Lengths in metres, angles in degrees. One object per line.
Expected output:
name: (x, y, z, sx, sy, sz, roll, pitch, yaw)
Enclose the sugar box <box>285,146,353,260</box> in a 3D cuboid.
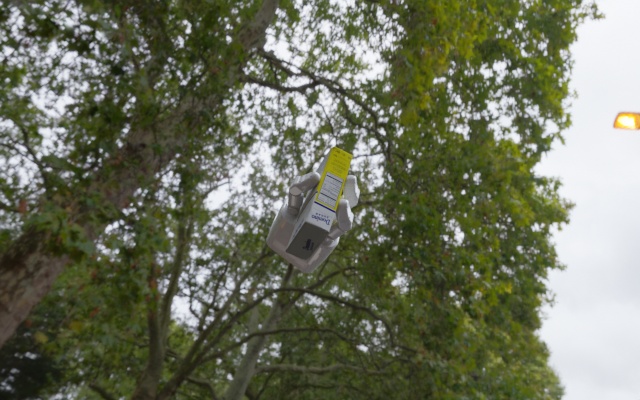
sugar box: (0.001, 0.003, 0.774, 0.048, 0.176, 0.093, 24, -41, -9)
